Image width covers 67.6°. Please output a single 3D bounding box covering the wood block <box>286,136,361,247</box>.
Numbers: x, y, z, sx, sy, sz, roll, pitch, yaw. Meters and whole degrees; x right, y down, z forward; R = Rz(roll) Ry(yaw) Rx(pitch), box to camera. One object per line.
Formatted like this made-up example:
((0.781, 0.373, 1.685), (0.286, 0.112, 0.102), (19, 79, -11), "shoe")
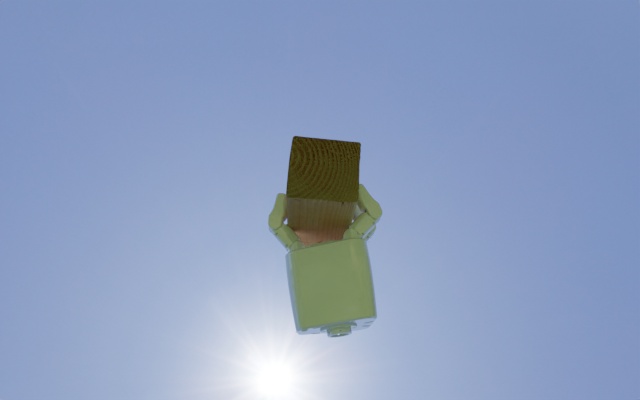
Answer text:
((0.000, 0.003, 0.687), (0.091, 0.090, 0.206), (5, -25, -1), "wood block")
